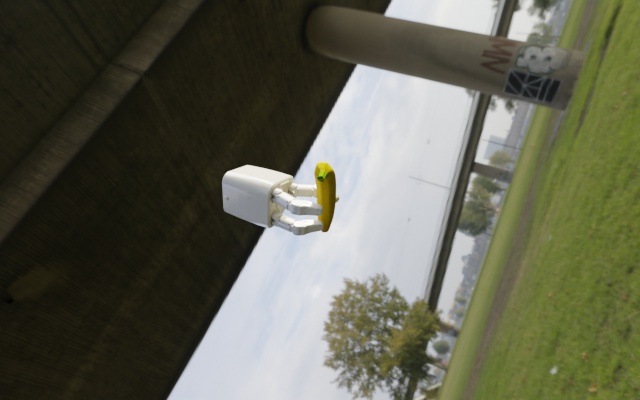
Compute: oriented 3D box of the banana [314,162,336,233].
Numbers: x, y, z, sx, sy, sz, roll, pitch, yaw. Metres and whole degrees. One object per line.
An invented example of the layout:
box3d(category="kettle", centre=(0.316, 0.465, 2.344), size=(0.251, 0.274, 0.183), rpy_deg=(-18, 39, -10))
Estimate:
box3d(category="banana", centre=(0.006, -0.014, 0.891), size=(0.037, 0.069, 0.198), rpy_deg=(15, -29, 14))
